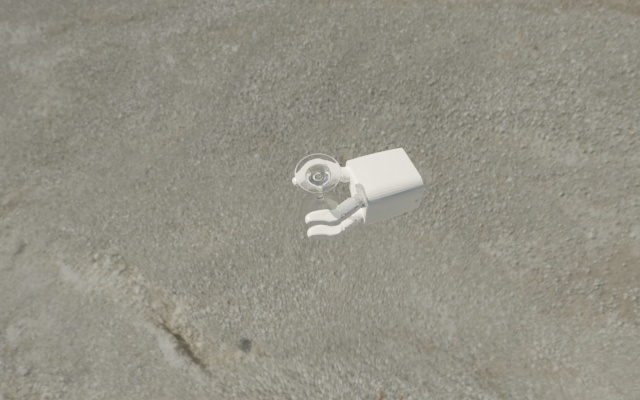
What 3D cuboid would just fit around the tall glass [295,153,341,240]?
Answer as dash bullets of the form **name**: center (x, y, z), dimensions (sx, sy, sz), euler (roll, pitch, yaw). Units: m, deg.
- **tall glass**: center (0.000, 0.002, 0.841), dimensions (0.079, 0.079, 0.201), euler (0, -28, 2)
